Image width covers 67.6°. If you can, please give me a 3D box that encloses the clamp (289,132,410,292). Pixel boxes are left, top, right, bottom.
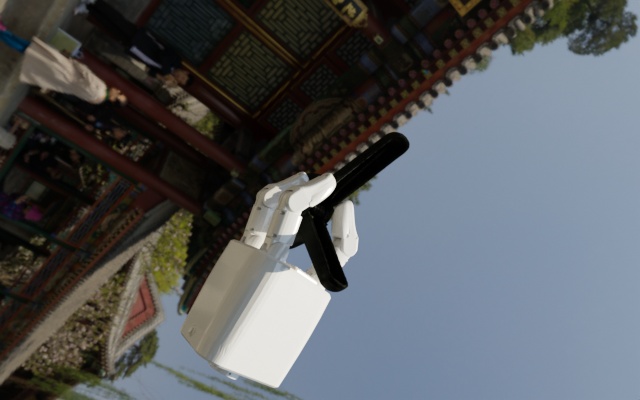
[{"bbox_3d":[0.000,0.002,0.508,0.036,0.164,0.210,37,-15,-27],"label":"clamp"}]
